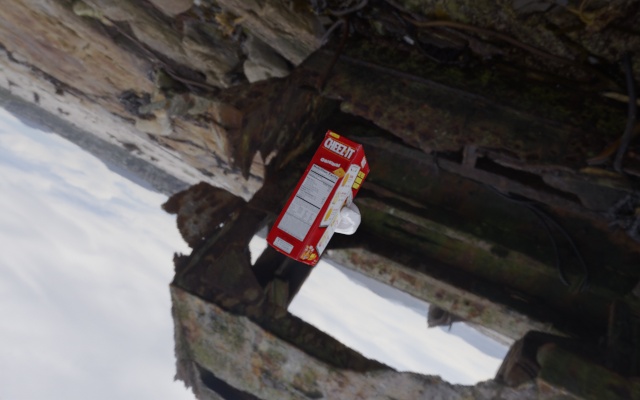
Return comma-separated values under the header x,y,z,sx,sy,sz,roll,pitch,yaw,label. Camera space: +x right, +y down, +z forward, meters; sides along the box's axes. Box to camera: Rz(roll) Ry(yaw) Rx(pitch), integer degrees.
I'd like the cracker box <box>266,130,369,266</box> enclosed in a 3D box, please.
x,y,z,sx,sy,sz,roll,pitch,yaw,label
0.000,0.003,0.837,0.072,0.213,0.164,28,-5,14,cracker box
